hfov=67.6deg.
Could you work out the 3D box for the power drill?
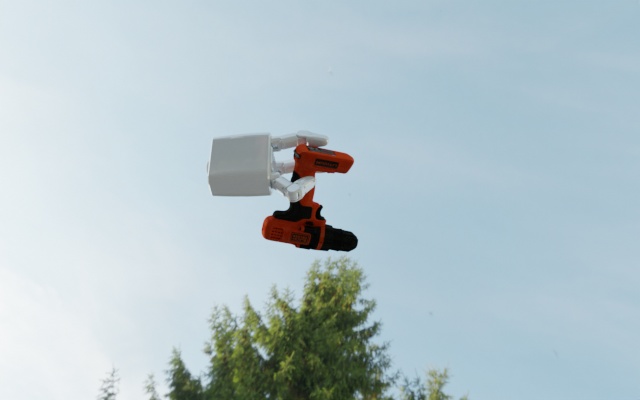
[{"bbox_3d":[0.000,0.002,0.862,0.184,0.188,0.057,10,17,-17],"label":"power drill"}]
